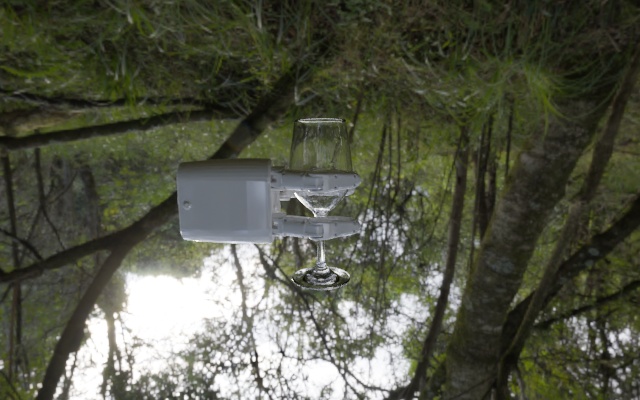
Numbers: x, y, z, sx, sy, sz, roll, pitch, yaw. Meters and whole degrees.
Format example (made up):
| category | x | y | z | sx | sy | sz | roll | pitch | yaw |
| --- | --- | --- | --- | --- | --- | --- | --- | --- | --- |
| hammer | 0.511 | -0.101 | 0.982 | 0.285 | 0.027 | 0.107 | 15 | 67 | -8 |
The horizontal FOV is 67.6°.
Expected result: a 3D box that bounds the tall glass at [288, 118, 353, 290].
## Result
| category | x | y | z | sx | sy | sz | roll | pitch | yaw |
| --- | --- | --- | --- | --- | --- | --- | --- | --- | --- |
| tall glass | 0.000 | 0.003 | 0.586 | 0.079 | 0.201 | 0.079 | 0 | 13 | 0 |
